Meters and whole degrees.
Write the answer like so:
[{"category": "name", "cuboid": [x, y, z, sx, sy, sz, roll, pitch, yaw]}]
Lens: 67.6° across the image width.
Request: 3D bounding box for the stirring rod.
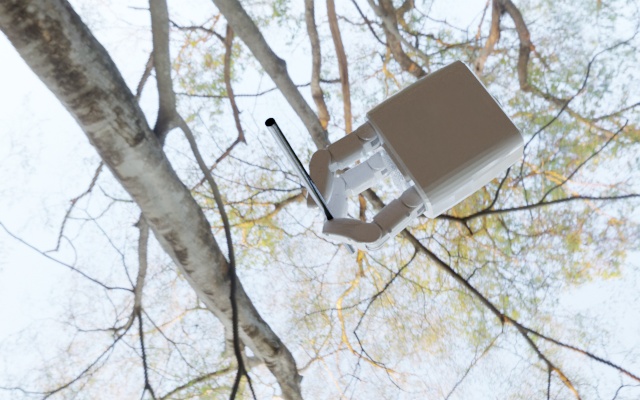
[{"category": "stirring rod", "cuboid": [0.000, 0.001, 0.424, 0.011, 0.011, 0.240, 0, -27, 19]}]
